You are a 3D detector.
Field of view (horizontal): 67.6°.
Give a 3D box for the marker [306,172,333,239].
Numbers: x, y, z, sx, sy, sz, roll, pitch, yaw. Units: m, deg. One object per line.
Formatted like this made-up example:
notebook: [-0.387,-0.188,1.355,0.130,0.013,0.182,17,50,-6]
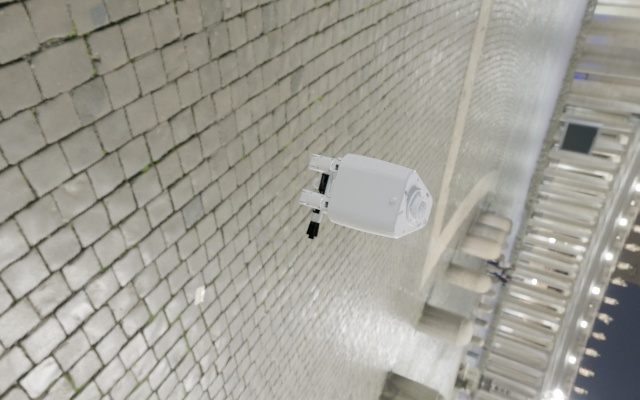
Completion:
marker: [0.000,0.002,0.756,0.020,0.121,0.020,15,2,0]
